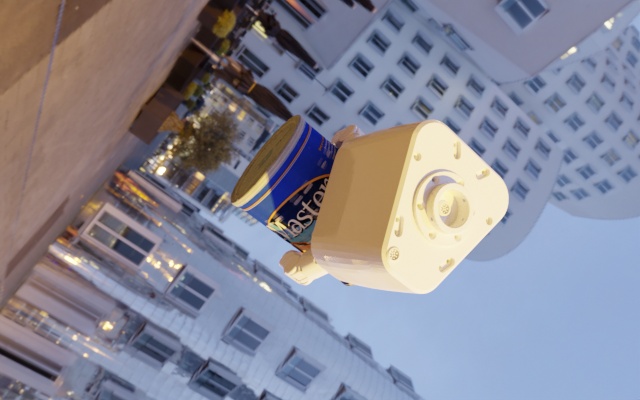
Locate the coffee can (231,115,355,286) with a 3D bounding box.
[{"bbox_3d":[0.000,0.001,0.461,0.140,0.103,0.103,38,-14,-18],"label":"coffee can"}]
